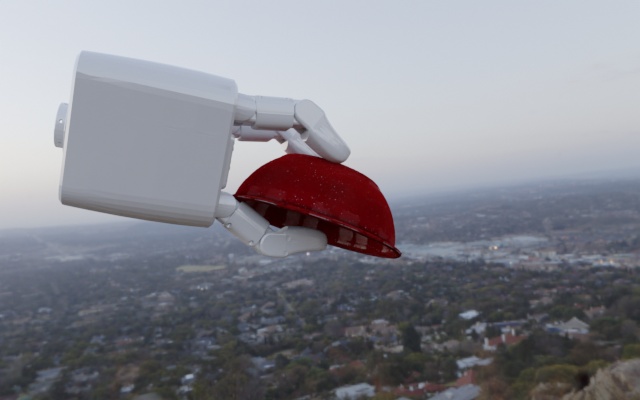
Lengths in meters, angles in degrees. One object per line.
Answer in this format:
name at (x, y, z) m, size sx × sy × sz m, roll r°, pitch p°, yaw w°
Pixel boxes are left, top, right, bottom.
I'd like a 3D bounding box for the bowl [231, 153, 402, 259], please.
bowl at (0.001, 0.001, 0.424) m, size 0.162 × 0.055 × 0.162 m, roll 18°, pitch -11°, yaw 3°
